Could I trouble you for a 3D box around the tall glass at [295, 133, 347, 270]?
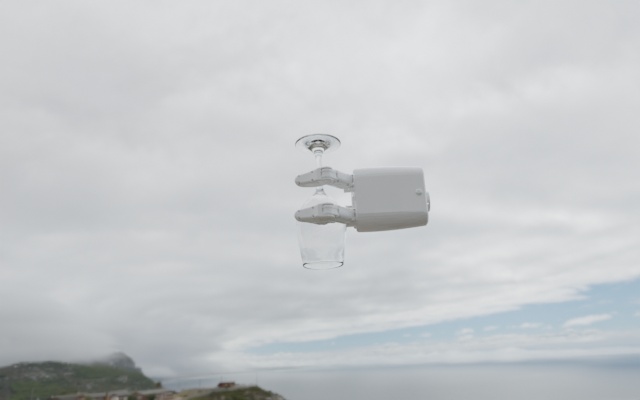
[{"bbox_3d":[0.000,0.002,0.741,0.079,0.201,0.079,-2,-18,-1],"label":"tall glass"}]
